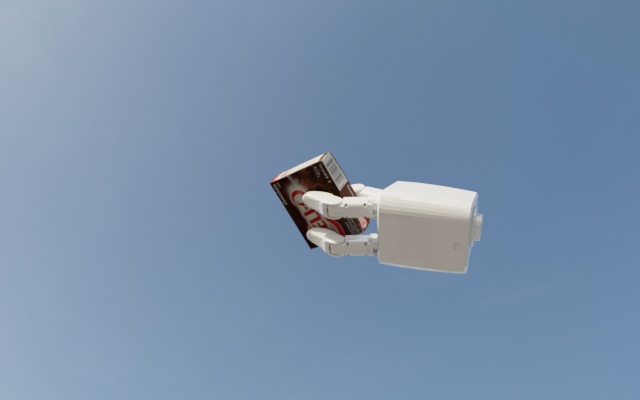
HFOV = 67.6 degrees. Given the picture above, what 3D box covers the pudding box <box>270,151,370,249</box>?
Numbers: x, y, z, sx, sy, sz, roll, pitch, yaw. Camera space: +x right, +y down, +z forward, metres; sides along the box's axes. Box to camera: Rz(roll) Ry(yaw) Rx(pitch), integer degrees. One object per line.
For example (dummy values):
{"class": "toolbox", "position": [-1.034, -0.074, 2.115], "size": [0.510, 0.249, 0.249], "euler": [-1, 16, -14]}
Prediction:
{"class": "pudding box", "position": [0.000, 0.002, 0.632], "size": [0.090, 0.113, 0.039], "euler": [-22, 15, 33]}
